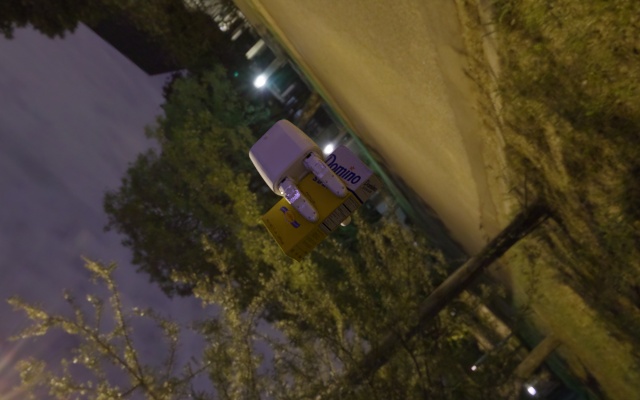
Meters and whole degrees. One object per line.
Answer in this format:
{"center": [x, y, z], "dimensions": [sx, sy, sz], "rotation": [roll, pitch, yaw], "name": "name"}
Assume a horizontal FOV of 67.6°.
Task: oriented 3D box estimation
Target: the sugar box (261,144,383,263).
{"center": [0.000, 0.002, 0.730], "dimensions": [0.048, 0.176, 0.093], "rotation": [41, 5, -48], "name": "sugar box"}
